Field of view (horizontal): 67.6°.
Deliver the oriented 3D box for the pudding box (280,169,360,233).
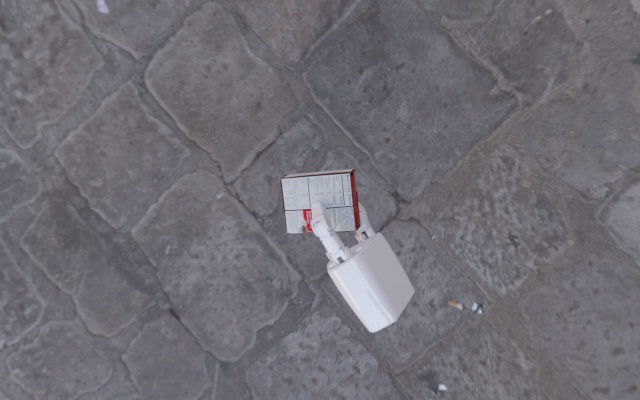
[{"bbox_3d":[0.000,0.002,0.714,0.113,0.090,0.039,-4,8,14],"label":"pudding box"}]
